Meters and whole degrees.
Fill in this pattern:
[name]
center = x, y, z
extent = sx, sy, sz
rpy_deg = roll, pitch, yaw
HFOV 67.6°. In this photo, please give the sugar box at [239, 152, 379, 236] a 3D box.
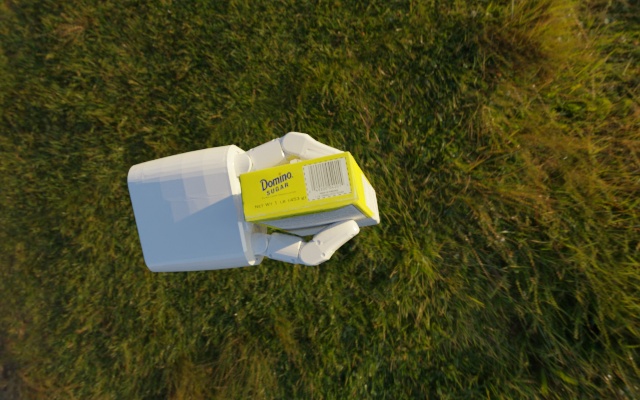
[sugar box]
center = 0.000, 0.001, 0.449
extent = 0.093, 0.048, 0.176
rpy_deg = -10, -8, 10
